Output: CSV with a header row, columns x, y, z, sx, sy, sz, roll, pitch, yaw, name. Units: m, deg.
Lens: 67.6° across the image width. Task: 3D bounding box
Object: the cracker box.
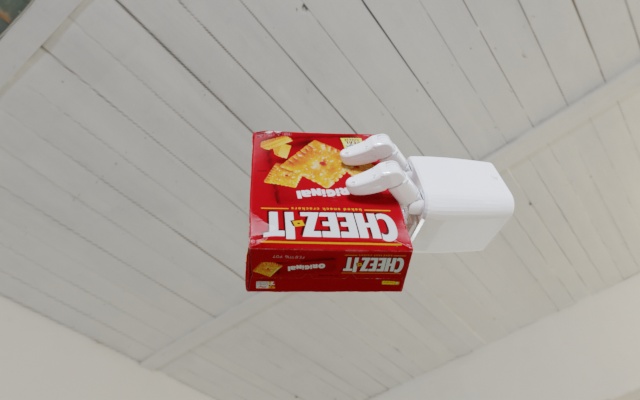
x,y,z,sx,sy,sz,roll,pitch,yaw,name
0.000,0.002,0.549,0.164,0.072,0.213,1,39,-7,cracker box
